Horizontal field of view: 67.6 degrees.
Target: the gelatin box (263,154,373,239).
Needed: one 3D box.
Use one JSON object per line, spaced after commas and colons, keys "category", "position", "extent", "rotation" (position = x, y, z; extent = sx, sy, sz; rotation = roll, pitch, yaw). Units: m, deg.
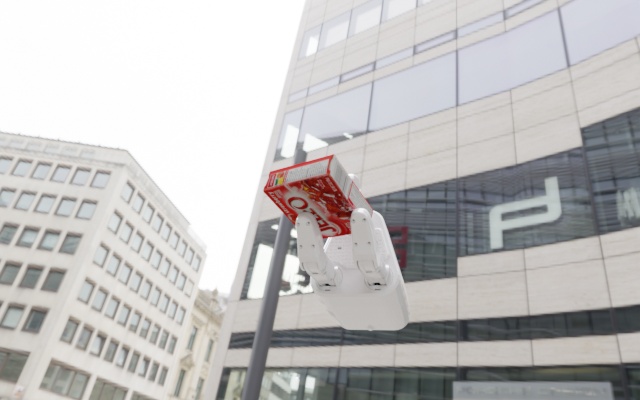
{"category": "gelatin box", "position": [0.000, 0.001, 0.464], "extent": [0.073, 0.030, 0.089], "rotation": [-12, -44, 29]}
